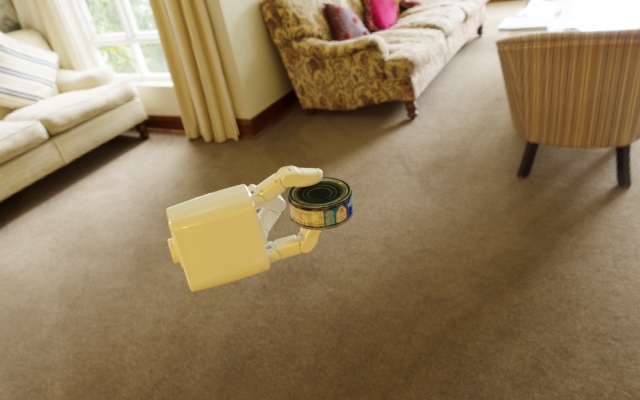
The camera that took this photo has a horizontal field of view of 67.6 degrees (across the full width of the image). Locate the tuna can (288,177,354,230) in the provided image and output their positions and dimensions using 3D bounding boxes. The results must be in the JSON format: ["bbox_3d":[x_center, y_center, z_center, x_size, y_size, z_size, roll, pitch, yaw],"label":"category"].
[{"bbox_3d":[0.000,0.002,0.629,0.086,0.034,0.086,-4,29,2],"label":"tuna can"}]
